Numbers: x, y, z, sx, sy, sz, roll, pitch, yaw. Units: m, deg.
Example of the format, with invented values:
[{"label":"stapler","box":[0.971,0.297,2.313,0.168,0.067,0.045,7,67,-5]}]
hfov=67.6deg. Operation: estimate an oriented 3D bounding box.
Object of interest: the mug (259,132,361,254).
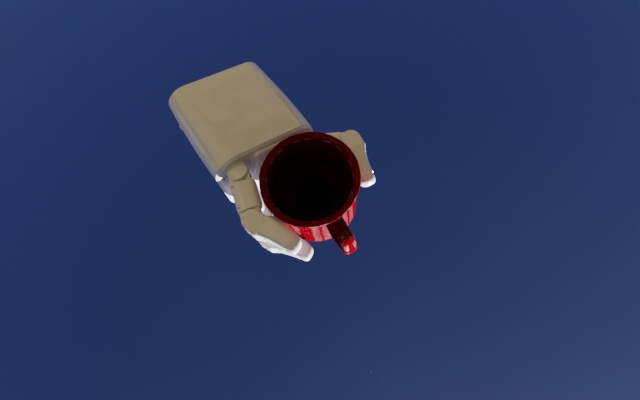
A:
[{"label":"mug","box":[0.001,0.003,0.464,0.093,0.117,0.081,-34,-18,-6]}]
